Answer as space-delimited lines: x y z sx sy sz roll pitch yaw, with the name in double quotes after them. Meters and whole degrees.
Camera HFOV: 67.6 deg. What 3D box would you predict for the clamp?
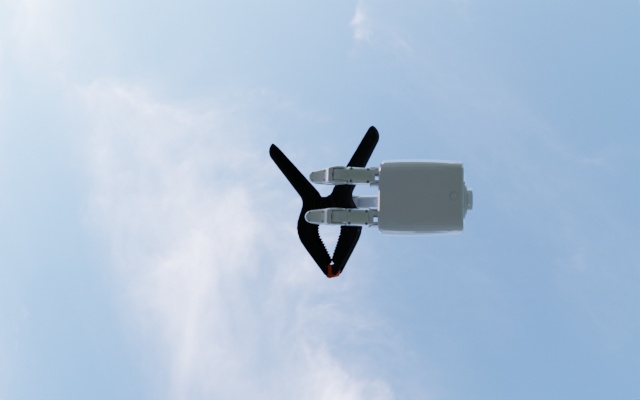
0.001 0.003 0.674 0.164 0.210 0.036 0 -6 21 "clamp"
